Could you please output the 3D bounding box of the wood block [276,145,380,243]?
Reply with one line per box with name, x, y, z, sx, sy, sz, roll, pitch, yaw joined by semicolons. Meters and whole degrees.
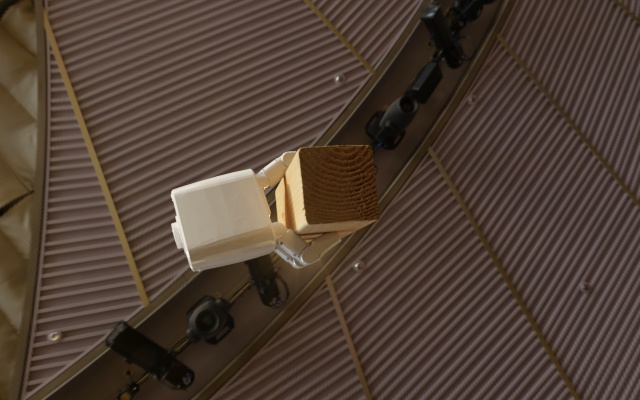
wood block;0.000;0.002;0.635;0.090;0.091;0.206;-4;-11;-14
